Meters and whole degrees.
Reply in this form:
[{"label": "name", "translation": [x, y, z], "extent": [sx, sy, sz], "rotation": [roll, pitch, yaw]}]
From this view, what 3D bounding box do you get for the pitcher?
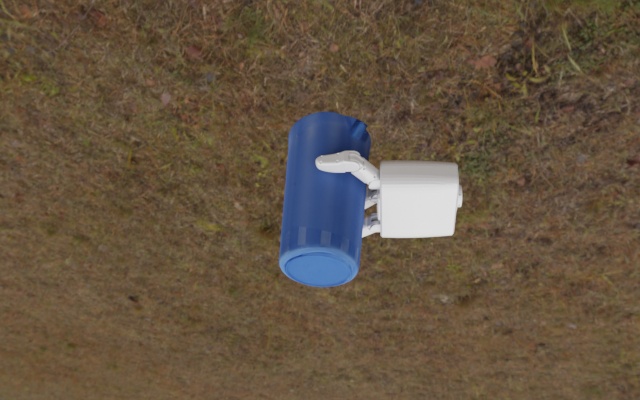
[{"label": "pitcher", "translation": [0.000, 0.002, 0.709], "extent": [0.145, 0.242, 0.149], "rotation": [0, -37, 8]}]
